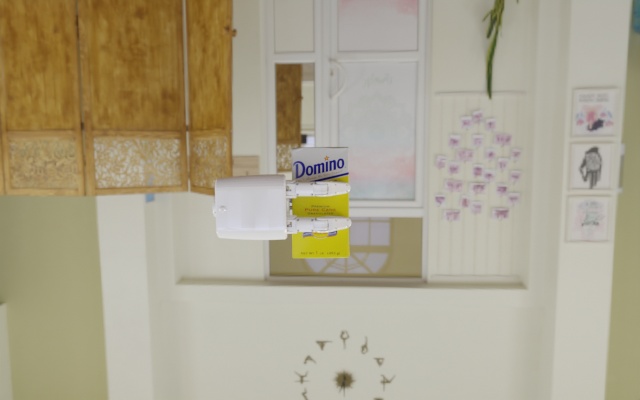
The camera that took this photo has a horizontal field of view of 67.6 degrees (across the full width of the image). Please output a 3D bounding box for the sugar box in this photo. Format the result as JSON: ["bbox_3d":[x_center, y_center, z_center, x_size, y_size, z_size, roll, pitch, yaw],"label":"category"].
[{"bbox_3d":[0.000,0.003,0.768,0.093,0.176,0.048,-1,5,0],"label":"sugar box"}]
